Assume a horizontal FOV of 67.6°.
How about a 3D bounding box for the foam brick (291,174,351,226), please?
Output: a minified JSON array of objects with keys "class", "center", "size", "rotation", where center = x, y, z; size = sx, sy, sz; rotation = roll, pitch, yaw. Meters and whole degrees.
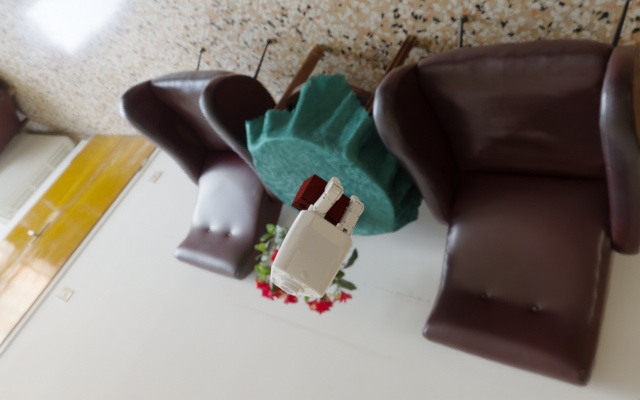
[{"class":"foam brick","center":[0.000,0.002,0.797],"size":[0.078,0.051,0.053],"rotation":[35,-24,-10]}]
